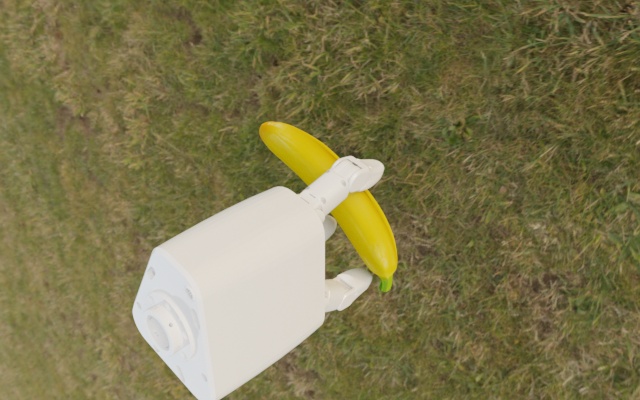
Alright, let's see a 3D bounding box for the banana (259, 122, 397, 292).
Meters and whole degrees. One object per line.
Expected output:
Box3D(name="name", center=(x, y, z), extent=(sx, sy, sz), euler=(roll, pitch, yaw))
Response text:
Box3D(name="banana", center=(0.010, -0.004, 0.425), extent=(0.037, 0.198, 0.070), euler=(-31, -9, -38))
